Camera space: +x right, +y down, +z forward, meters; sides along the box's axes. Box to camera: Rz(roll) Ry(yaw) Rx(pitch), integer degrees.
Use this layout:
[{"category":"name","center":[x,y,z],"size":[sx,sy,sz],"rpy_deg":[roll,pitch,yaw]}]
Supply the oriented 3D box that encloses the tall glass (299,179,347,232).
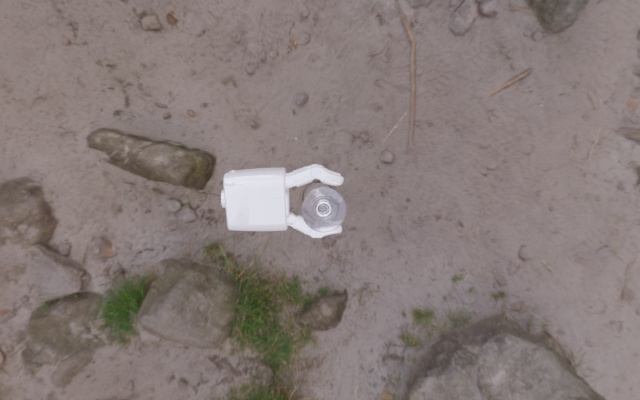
[{"category":"tall glass","center":[0.000,0.003,0.874],"size":[0.079,0.079,0.201],"rpy_deg":[0,7,-3]}]
